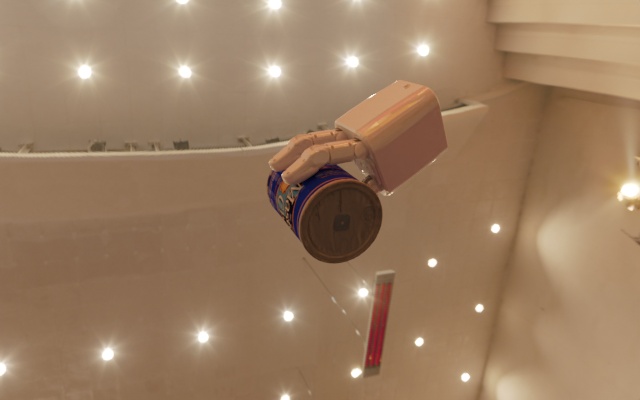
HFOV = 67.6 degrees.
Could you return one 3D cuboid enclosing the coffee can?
[{"bbox_3d":[0.000,0.002,0.600,0.103,0.103,0.140,0,20,-23],"label":"coffee can"}]
